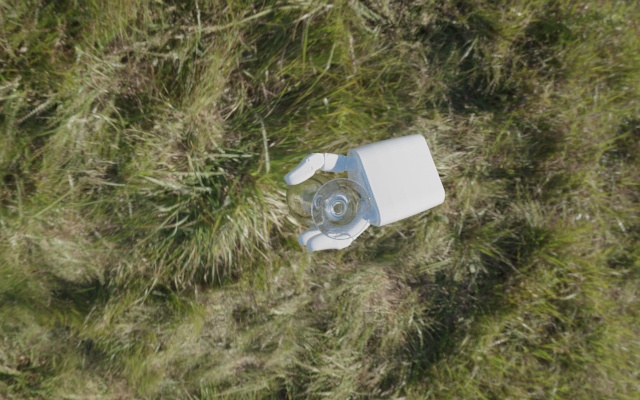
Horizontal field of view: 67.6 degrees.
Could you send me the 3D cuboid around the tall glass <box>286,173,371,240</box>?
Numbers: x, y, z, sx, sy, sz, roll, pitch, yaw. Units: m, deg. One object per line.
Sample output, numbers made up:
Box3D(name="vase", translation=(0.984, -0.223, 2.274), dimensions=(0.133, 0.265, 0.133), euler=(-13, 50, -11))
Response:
Box3D(name="tall glass", translation=(0.000, 0.002, 0.663), dimensions=(0.079, 0.079, 0.201), euler=(0, 5, -15))
